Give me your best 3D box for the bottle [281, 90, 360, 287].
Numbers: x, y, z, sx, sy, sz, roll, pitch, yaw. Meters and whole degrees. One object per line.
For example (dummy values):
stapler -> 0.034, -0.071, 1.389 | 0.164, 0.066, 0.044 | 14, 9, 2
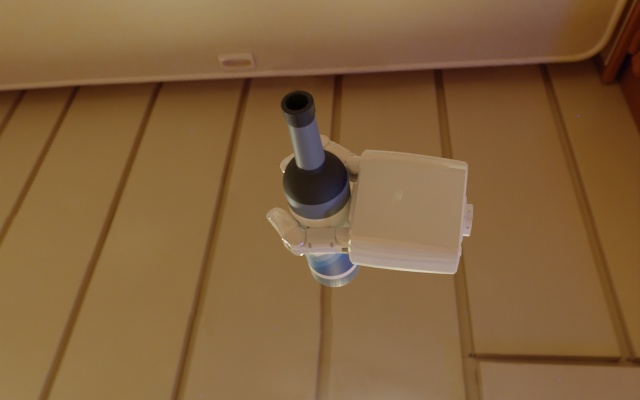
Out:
bottle -> 0.000, 0.002, 0.507 | 0.069, 0.069, 0.296 | 0, -34, 9
